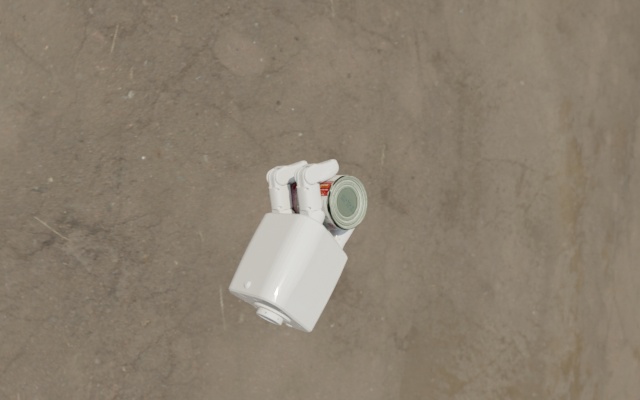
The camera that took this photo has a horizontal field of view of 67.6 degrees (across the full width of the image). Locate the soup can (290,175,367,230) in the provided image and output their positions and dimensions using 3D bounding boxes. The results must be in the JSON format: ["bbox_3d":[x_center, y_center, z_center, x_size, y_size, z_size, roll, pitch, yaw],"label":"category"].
[{"bbox_3d":[0.001,0.002,0.606,0.068,0.068,0.102,0,0,-42],"label":"soup can"}]
